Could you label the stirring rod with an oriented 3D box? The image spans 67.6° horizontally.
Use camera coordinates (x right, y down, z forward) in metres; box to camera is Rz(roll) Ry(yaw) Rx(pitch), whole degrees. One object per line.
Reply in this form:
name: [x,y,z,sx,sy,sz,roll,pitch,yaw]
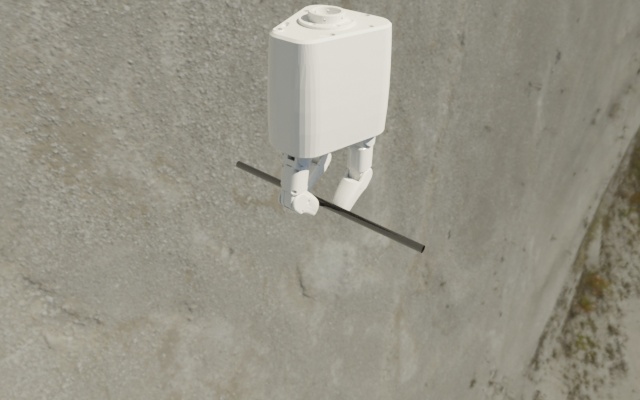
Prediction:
stirring rod: [0.000,0.002,0.506,0.239,0.011,0.011,25,12,28]
